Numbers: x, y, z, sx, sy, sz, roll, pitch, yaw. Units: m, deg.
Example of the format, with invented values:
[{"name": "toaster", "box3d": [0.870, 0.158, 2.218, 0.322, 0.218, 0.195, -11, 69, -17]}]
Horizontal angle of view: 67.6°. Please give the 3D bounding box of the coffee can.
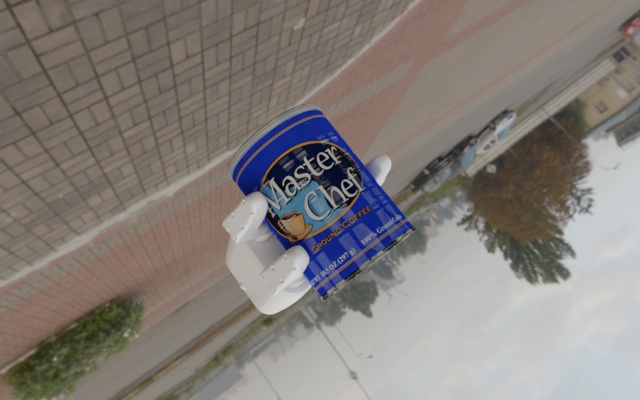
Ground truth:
[{"name": "coffee can", "box3d": [0.000, 0.001, 0.422, 0.103, 0.140, 0.103, -36, -9, -7]}]
